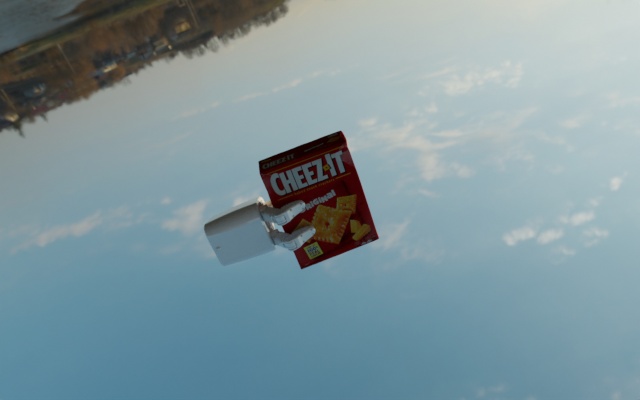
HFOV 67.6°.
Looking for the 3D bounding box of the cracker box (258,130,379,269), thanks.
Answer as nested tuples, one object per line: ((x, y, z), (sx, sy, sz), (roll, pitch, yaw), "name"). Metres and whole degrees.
((0.000, 0.003, 0.883), (0.164, 0.214, 0.072), (-21, 26, 1), "cracker box")
